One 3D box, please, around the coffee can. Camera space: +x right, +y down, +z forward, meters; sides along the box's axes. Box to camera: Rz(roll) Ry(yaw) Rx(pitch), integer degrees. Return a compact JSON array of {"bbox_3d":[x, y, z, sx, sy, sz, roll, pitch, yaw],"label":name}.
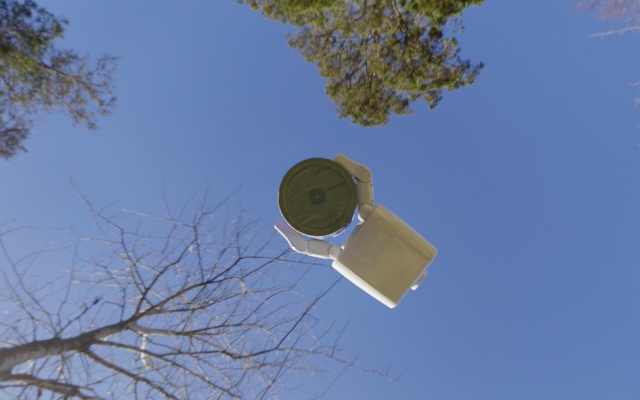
[{"bbox_3d":[0.000,0.002,0.679,0.103,0.103,0.140,0,-6,3],"label":"coffee can"}]
